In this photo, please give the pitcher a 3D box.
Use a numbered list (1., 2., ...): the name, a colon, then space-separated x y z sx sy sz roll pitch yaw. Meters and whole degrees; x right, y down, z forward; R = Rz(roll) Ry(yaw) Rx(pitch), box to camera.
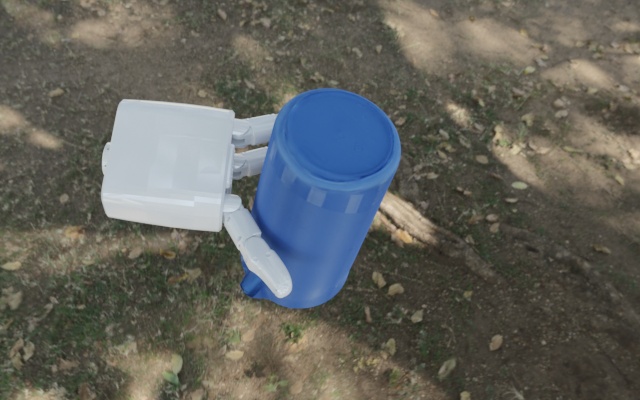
1. pitcher: 0.000 0.002 0.488 0.145 0.149 0.243 8 -33 -9
